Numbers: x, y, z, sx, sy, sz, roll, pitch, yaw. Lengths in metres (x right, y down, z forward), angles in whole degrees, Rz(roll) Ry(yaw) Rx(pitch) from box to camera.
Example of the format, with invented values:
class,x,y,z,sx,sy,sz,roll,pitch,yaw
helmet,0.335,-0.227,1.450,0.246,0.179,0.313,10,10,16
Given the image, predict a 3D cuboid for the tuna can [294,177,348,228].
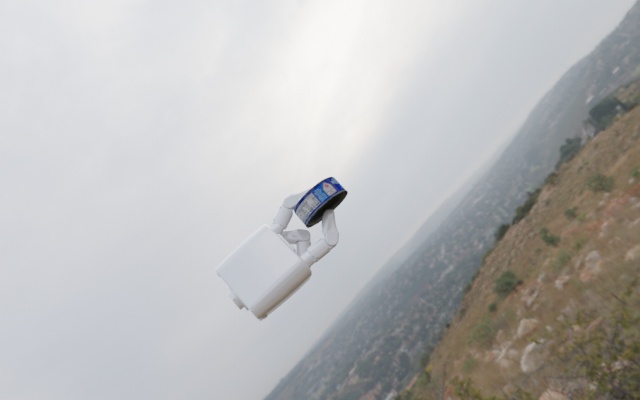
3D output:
class,x,y,z,sx,sy,sz,roll,pitch,yaw
tuna can,0.000,0.002,0.751,0.086,0.033,0.086,-39,-13,-11
